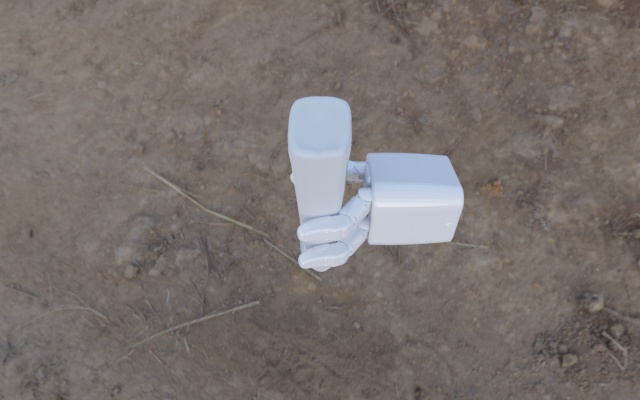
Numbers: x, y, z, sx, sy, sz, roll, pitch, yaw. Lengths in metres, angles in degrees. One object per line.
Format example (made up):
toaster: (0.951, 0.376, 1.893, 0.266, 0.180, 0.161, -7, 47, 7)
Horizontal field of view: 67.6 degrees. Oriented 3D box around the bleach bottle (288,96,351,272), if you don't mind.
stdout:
bleach bottle: (0.000, 0.002, 0.594, 0.068, 0.102, 0.251, 1, -40, 2)
